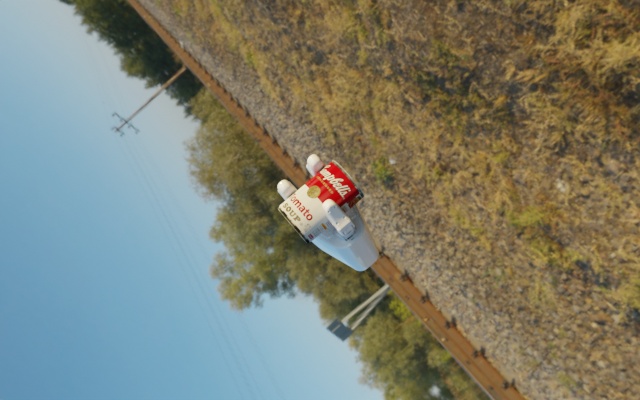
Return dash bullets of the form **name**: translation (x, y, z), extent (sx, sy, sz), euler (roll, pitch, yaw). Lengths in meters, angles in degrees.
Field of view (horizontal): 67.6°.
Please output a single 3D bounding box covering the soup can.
- **soup can**: translation (0.000, 0.002, 0.662), extent (0.102, 0.068, 0.068), euler (-40, 2, -3)
